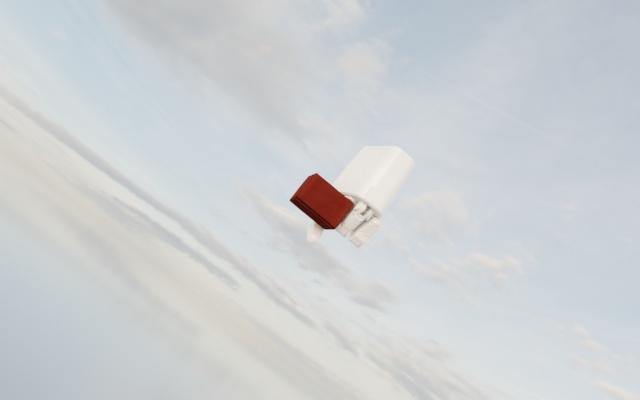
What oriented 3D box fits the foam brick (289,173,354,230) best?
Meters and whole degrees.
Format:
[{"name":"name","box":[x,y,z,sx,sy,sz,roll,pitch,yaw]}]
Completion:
[{"name":"foam brick","box":[0.000,0.002,0.735,0.078,0.051,0.053,40,-13,-11]}]
